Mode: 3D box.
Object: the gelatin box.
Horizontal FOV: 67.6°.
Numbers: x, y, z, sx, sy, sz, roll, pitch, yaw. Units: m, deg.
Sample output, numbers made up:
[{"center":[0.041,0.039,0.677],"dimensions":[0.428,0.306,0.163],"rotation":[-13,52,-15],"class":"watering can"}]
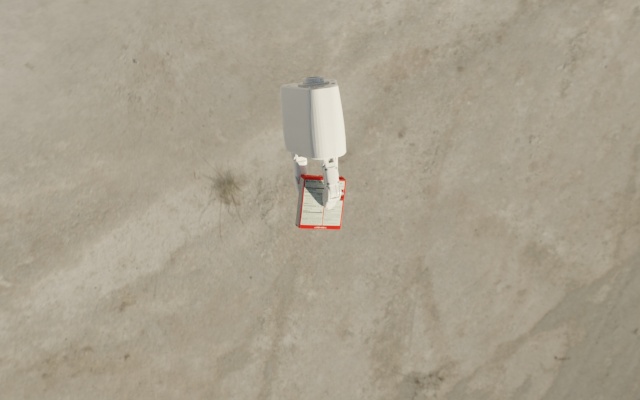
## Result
[{"center":[0.000,0.003,0.791],"dimensions":[0.073,0.089,0.030],"rotation":[2,13,-18],"class":"gelatin box"}]
